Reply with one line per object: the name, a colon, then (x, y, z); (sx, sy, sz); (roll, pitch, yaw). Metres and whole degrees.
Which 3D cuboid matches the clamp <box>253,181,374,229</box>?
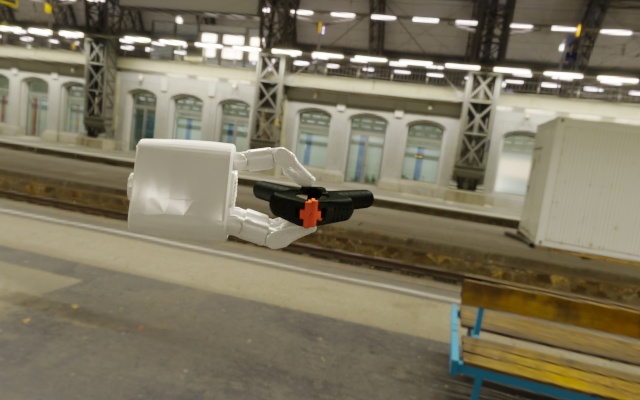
clamp: (0.000, 0.001, 0.570); (0.164, 0.036, 0.210); (3, 7, -7)
